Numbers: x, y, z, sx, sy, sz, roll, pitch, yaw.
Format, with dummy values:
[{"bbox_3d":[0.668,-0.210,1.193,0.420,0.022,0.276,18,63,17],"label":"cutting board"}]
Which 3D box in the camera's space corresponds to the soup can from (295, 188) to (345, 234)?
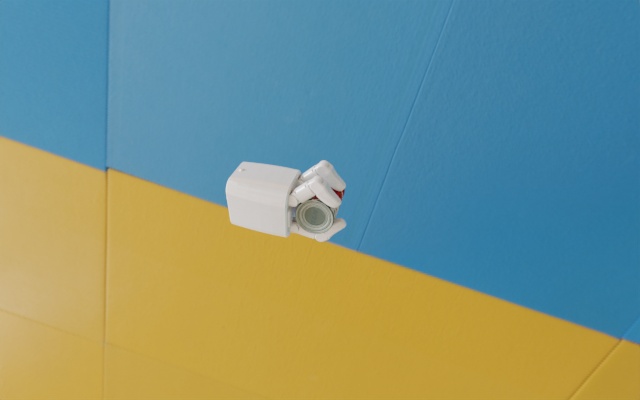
[{"bbox_3d":[0.001,0.003,0.821,0.068,0.068,0.102,0,29,14],"label":"soup can"}]
